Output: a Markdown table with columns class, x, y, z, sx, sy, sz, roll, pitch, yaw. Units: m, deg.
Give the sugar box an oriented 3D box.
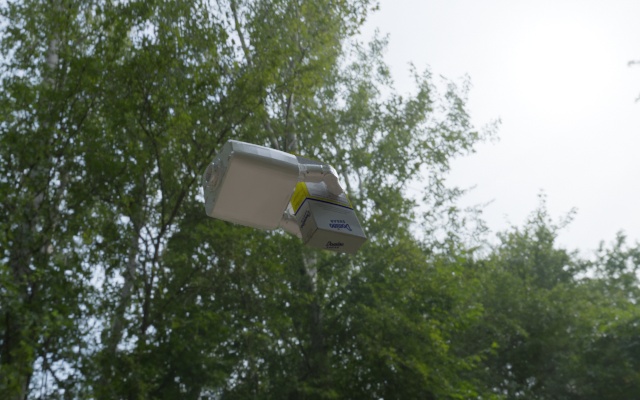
| class | x | y | z | sx | sy | sz | roll | pitch | yaw |
| --- | --- | --- | --- | --- | --- | --- | --- | --- | --- |
| sugar box | 0.000 | 0.003 | 0.755 | 0.093 | 0.176 | 0.048 | 14 | -51 | -31 |
